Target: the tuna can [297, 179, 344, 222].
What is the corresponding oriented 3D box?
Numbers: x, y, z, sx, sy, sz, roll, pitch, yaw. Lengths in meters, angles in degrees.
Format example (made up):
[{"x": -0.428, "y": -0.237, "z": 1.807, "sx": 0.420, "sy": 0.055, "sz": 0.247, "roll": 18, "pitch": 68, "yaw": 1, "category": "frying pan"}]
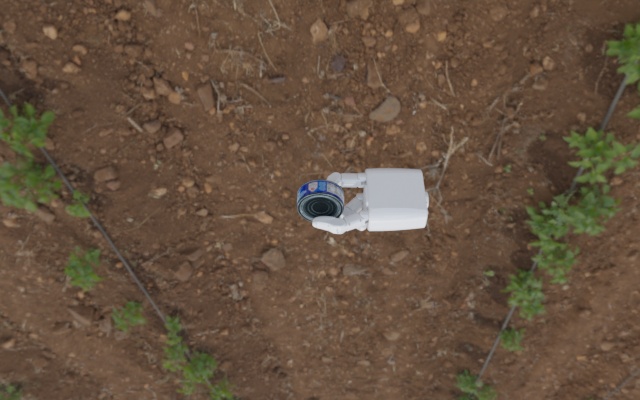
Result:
[{"x": 0.000, "y": 0.003, "z": 0.858, "sx": 0.086, "sy": 0.033, "sz": 0.086, "roll": 1, "pitch": -41, "yaw": 1, "category": "tuna can"}]
